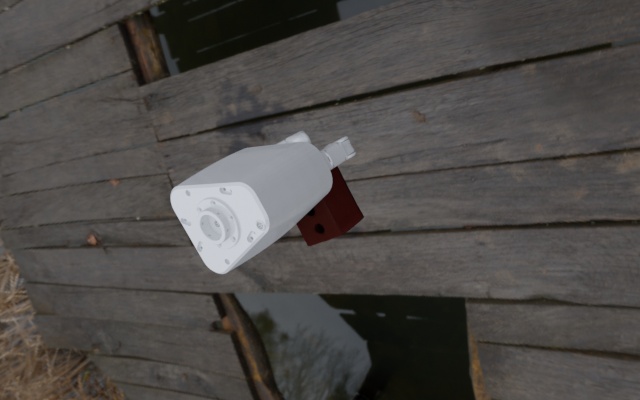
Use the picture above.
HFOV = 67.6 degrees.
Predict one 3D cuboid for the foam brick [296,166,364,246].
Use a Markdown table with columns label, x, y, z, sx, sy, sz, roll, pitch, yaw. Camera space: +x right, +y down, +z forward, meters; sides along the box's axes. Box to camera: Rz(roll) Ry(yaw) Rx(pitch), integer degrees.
| label | x | y | z | sx | sy | sz | roll | pitch | yaw |
| --- | --- | --- | --- | --- | --- | --- | --- | --- | --- |
| foam brick | 0.000 | 0.002 | 0.521 | 0.053 | 0.078 | 0.051 | -22 | 10 | 37 |
